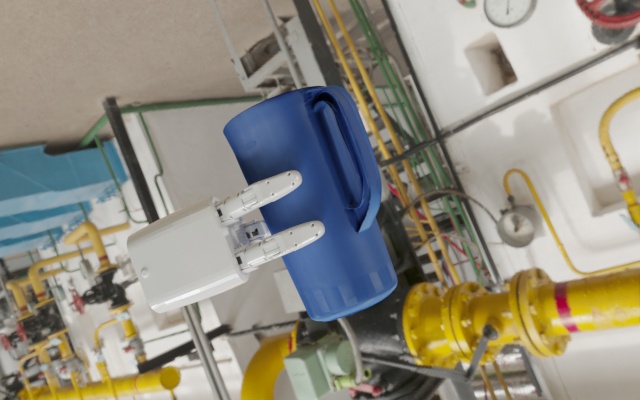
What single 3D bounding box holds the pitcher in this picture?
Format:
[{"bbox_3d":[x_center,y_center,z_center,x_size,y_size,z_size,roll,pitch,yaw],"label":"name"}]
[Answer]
[{"bbox_3d":[0.000,0.002,0.532,0.145,0.243,0.149,-23,-3,3],"label":"pitcher"}]
